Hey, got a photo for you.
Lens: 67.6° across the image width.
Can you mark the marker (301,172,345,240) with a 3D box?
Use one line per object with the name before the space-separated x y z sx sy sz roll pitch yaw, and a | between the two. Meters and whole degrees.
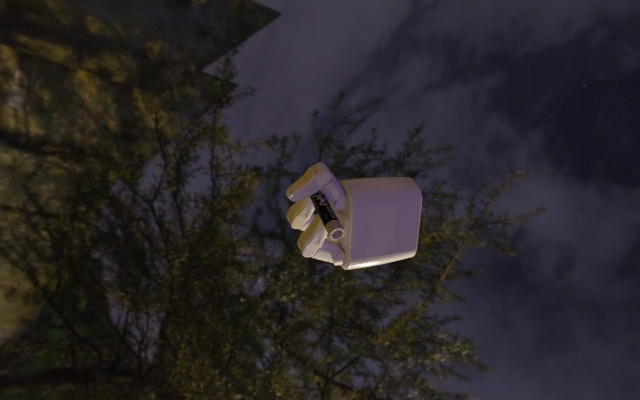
marker | 0.000 0.002 0.584 0.020 0.020 0.121 0 37 -23
